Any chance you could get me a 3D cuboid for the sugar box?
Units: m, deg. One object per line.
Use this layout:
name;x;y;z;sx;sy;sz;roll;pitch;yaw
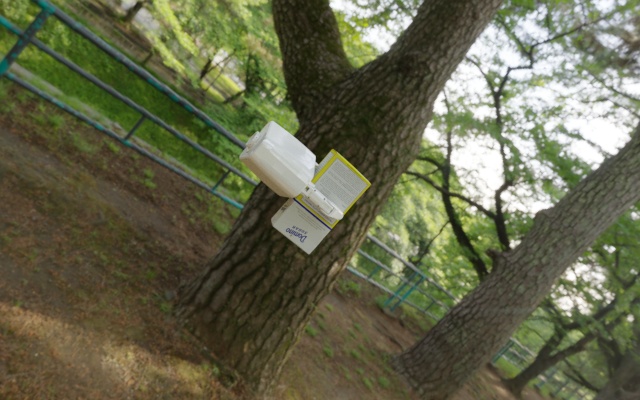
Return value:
sugar box;0.000;0.003;0.878;0.093;0.176;0.048;41;7;-18
